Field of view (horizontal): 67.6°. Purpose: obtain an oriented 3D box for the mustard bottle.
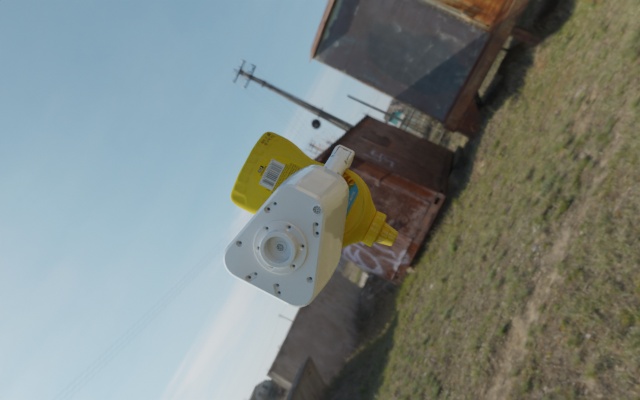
[{"bbox_3d":[0.000,0.002,0.554,0.191,0.096,0.058,26,-9,6],"label":"mustard bottle"}]
